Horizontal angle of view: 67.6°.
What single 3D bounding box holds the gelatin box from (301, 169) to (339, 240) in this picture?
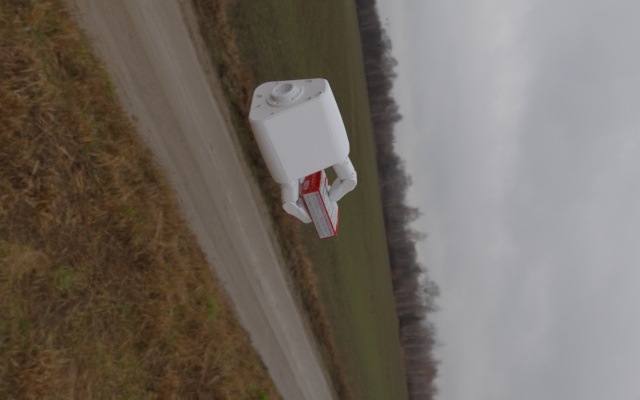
[{"bbox_3d":[0.001,0.003,0.728,0.030,0.089,0.073,-14,30,14],"label":"gelatin box"}]
